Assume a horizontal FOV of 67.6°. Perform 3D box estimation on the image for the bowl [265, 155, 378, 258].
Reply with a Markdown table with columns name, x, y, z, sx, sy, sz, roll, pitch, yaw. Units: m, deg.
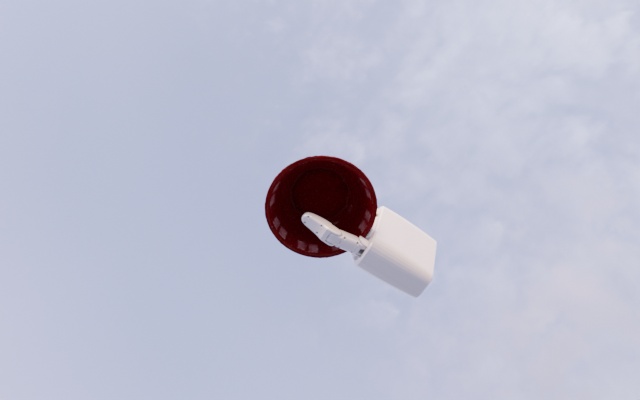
| name | x | y | z | sx | sy | sz | roll | pitch | yaw |
| --- | --- | --- | --- | --- | --- | --- | --- | --- | --- |
| bowl | -0.001 | 0.001 | 0.704 | 0.162 | 0.162 | 0.055 | 0 | 25 | -2 |
